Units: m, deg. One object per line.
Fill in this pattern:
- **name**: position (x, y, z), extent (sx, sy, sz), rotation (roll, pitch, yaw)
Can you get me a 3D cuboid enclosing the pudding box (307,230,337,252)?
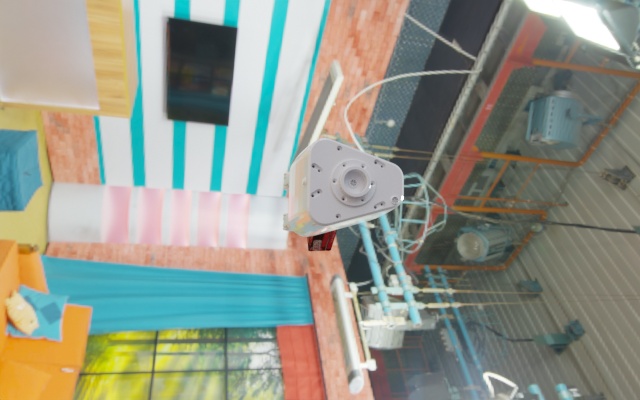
- **pudding box**: position (0.000, 0.002, 0.671), extent (0.039, 0.113, 0.090), rotation (3, -36, -9)
